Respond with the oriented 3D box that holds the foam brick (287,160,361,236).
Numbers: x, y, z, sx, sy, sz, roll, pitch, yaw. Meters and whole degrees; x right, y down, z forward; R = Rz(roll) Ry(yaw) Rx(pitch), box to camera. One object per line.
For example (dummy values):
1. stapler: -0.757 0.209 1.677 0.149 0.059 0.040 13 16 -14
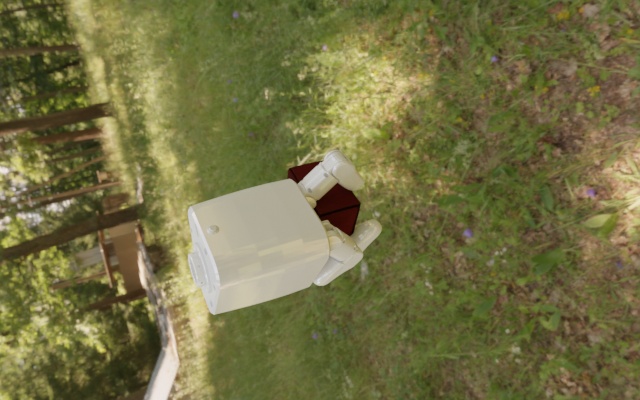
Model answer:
1. foam brick: 0.000 0.002 0.521 0.051 0.053 0.078 -15 49 -23
